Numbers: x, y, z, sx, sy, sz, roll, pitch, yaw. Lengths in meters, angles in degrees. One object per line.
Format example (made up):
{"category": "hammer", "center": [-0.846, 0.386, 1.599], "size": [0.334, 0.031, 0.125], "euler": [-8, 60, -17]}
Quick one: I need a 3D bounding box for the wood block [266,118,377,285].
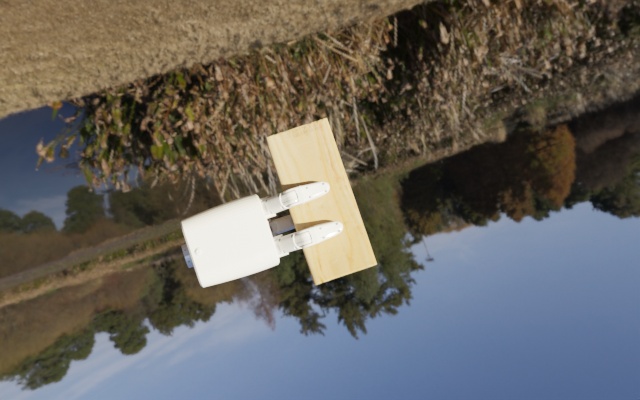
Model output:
{"category": "wood block", "center": [0.000, 0.002, 0.673], "size": [0.090, 0.206, 0.091], "euler": [-19, -2, -2]}
